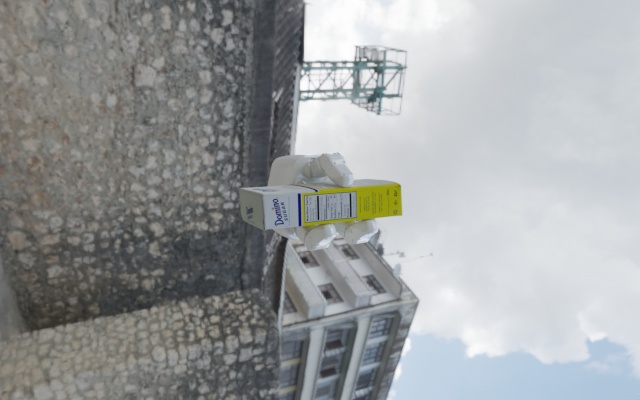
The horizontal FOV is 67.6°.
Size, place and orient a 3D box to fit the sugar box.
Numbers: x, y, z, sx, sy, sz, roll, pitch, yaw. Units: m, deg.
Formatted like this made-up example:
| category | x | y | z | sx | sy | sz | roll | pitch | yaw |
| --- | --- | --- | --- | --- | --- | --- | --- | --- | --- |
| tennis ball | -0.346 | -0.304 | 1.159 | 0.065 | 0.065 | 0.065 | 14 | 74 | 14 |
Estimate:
| category | x | y | z | sx | sy | sz | roll | pitch | yaw |
| --- | --- | --- | --- | --- | --- | --- | --- | --- | --- |
| sugar box | 0.000 | 0.002 | 0.573 | 0.176 | 0.048 | 0.093 | -7 | 8 | -23 |
